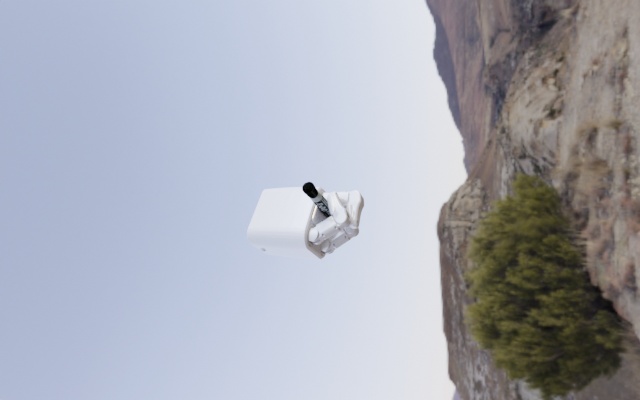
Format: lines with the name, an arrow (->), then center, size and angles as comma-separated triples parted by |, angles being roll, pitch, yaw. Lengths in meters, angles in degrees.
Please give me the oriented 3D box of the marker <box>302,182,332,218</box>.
marker -> 0.000, 0.002, 0.734 | 0.020, 0.020, 0.121 | 0, -22, 21
